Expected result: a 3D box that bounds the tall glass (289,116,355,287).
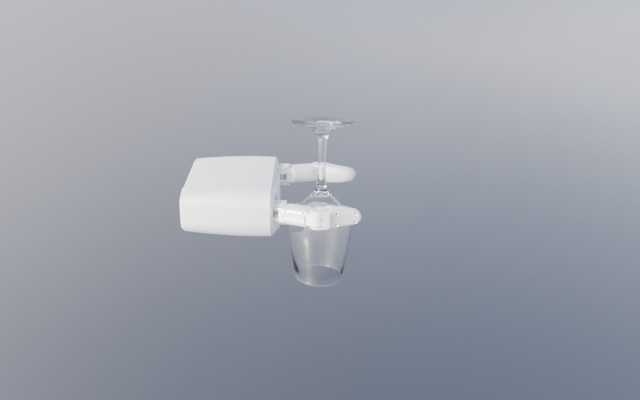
[{"bbox_3d":[0.000,0.001,0.586,0.079,0.201,0.079,1,18,0],"label":"tall glass"}]
